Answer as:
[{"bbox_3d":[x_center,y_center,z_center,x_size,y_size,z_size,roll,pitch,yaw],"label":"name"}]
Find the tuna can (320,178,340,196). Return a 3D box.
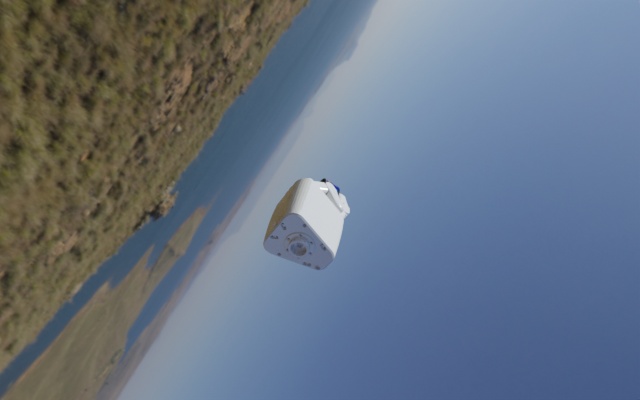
[{"bbox_3d":[0.001,0.003,0.899,0.034,0.086,0.086,31,-7,-12],"label":"tuna can"}]
